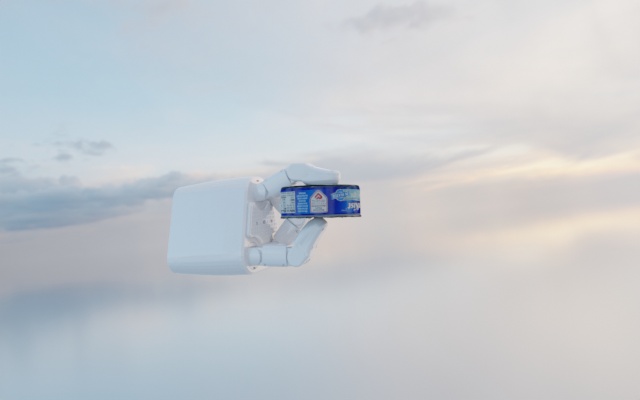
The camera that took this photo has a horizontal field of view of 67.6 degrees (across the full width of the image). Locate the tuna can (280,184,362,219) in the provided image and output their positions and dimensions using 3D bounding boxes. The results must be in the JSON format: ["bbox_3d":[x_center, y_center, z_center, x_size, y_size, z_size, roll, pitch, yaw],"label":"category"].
[{"bbox_3d":[0.000,0.001,0.504,0.086,0.034,0.086,-1,-1,0],"label":"tuna can"}]
